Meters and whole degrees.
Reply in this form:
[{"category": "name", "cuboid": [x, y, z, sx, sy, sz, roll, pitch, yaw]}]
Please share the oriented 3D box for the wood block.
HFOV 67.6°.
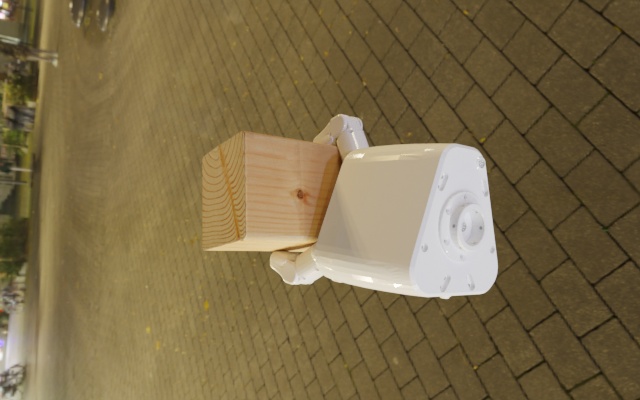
[{"category": "wood block", "cuboid": [0.000, 0.001, 0.464, 0.206, 0.091, 0.090, 5, -14, -35]}]
